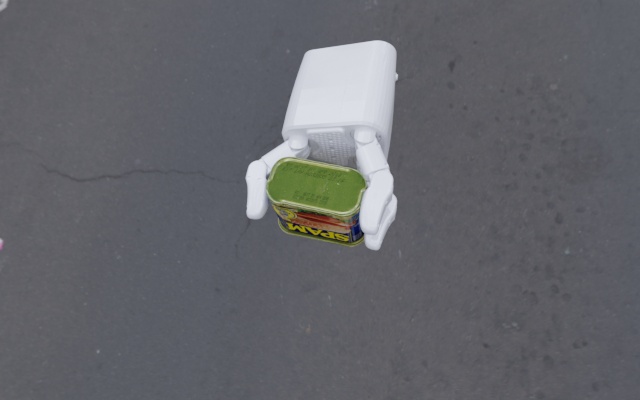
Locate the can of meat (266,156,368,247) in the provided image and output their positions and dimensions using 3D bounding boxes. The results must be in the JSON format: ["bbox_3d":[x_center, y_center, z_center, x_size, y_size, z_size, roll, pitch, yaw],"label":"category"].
[{"bbox_3d":[0.000,0.002,0.492,0.102,0.057,0.084,11,-22,12],"label":"can of meat"}]
